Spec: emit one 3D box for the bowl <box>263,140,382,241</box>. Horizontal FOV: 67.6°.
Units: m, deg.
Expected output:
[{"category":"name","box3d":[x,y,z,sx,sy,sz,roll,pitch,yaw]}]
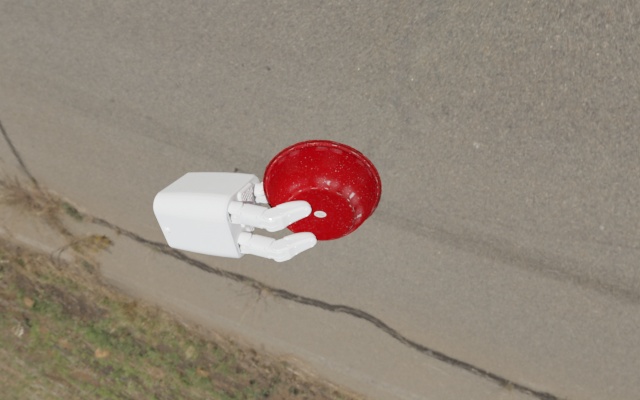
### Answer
[{"category":"bowl","box3d":[0.001,0.002,0.625,0.162,0.162,0.055,0,41,5]}]
